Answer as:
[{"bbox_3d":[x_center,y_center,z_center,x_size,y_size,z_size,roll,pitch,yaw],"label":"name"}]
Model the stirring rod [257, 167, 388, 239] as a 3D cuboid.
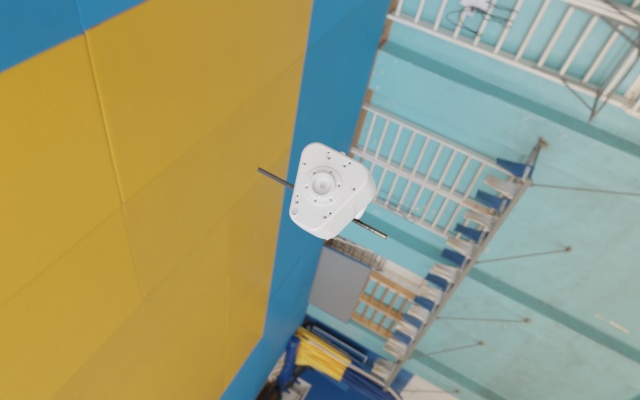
[{"bbox_3d":[0.000,0.003,0.772,0.239,0.011,0.011,28,6,12],"label":"stirring rod"}]
